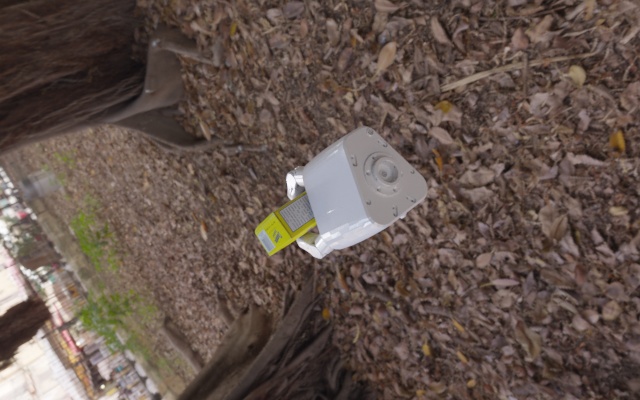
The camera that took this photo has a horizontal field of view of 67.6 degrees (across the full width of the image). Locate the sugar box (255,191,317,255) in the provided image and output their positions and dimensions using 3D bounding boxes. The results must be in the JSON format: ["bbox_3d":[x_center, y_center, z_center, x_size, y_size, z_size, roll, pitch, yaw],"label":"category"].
[{"bbox_3d":[0.000,0.003,0.646,0.176,0.048,0.093,-32,-4,-29],"label":"sugar box"}]
